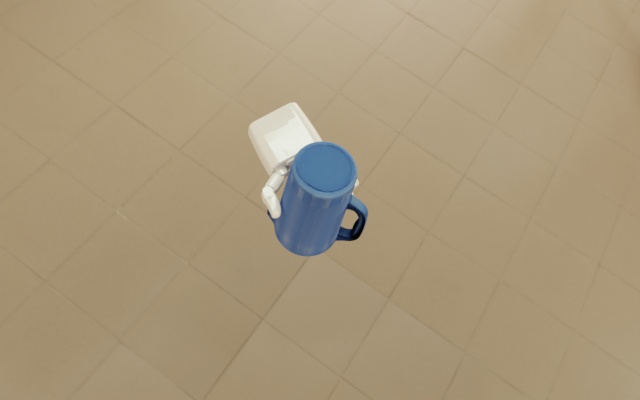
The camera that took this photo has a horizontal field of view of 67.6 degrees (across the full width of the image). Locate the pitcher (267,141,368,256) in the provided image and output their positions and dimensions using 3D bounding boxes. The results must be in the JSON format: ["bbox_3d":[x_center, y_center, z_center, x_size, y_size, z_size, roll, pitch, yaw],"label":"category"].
[{"bbox_3d":[0.000,0.003,0.867,0.149,0.145,0.243,-23,-20,-20],"label":"pitcher"}]
